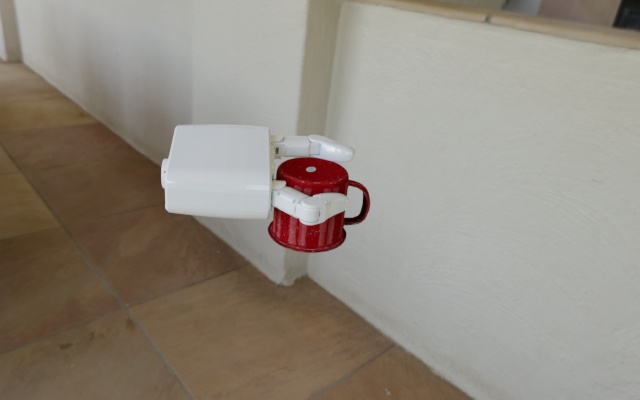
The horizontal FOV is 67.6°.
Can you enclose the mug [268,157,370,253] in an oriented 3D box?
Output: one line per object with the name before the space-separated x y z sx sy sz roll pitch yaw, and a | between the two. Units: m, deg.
mug | 0.002 0.002 0.547 0.117 0.081 0.093 3 26 -7
